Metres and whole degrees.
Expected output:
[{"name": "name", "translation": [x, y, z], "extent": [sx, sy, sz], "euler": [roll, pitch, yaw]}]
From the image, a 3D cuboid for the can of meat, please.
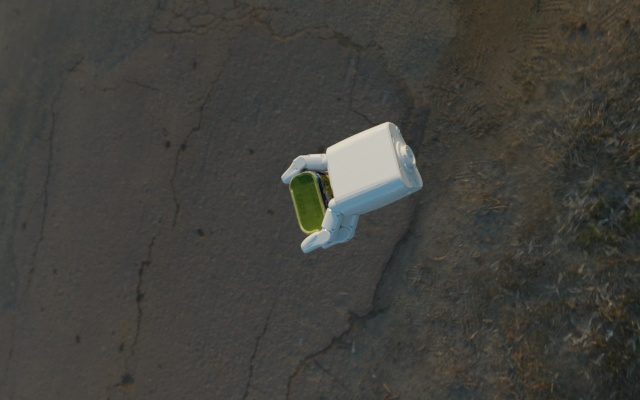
[{"name": "can of meat", "translation": [0.000, 0.002, 0.769], "extent": [0.057, 0.102, 0.084], "euler": [-19, -7, 28]}]
